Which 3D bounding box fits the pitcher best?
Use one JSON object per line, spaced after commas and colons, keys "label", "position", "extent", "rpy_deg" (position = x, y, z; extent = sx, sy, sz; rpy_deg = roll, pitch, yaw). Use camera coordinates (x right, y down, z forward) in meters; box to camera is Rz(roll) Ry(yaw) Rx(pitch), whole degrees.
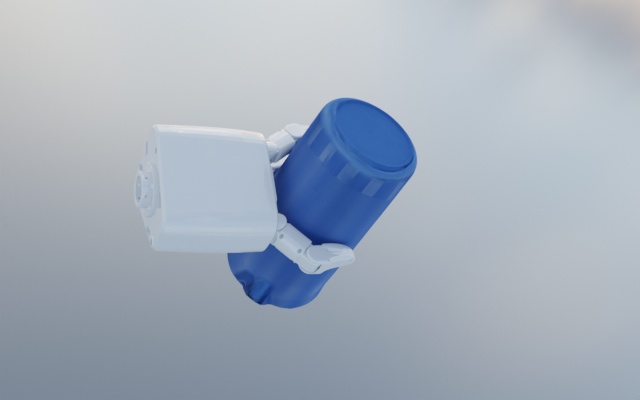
{"label": "pitcher", "position": [0.000, 0.002, 0.538], "extent": [0.145, 0.149, 0.243], "rpy_deg": [2, -38, -33]}
